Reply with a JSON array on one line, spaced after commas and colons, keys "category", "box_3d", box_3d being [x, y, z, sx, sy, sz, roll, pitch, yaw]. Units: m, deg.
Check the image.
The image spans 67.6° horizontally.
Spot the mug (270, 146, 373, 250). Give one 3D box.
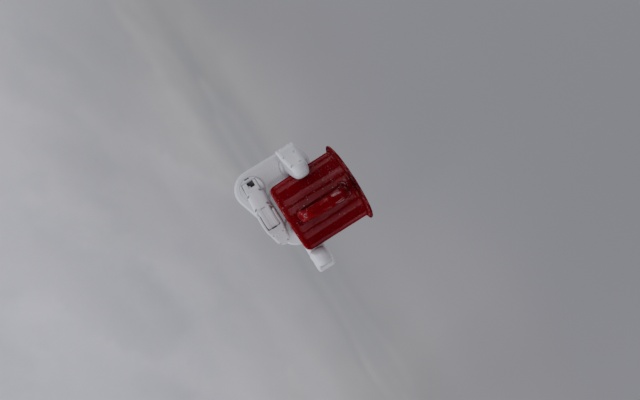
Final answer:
[{"category": "mug", "box_3d": [0.000, 0.002, 0.512, 0.081, 0.093, 0.117, -33, 8, -3]}]
